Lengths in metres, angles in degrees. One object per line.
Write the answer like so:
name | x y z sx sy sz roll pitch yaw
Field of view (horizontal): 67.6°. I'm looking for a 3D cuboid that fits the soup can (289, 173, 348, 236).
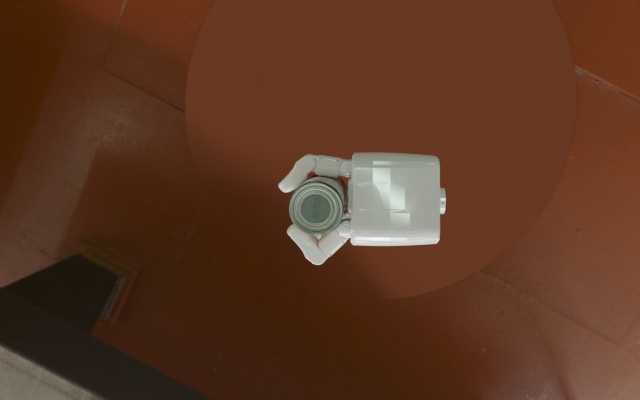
soup can | 0.000 0.002 0.611 0.068 0.068 0.102 0 10 6
